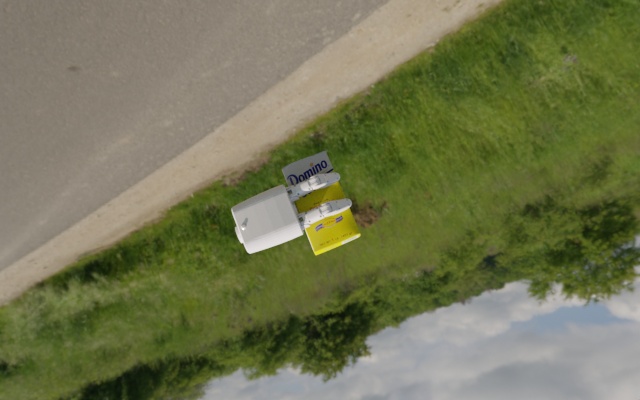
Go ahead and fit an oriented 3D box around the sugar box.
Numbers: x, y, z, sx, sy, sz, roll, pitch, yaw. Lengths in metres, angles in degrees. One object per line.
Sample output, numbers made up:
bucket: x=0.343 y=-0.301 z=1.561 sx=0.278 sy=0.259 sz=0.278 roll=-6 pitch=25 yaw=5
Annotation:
sugar box: x=0.000 y=0.003 z=0.897 sx=0.093 sy=0.176 sz=0.048 roll=-22 pitch=-13 yaw=-3
